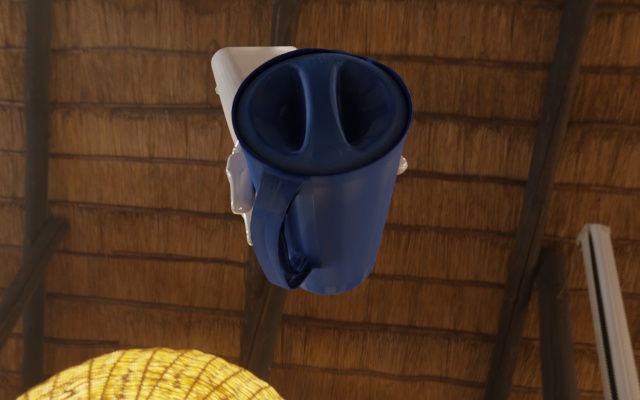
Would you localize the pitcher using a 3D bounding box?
[{"bbox_3d":[0.000,0.001,0.440,0.149,0.145,0.243,-21,-33,-11],"label":"pitcher"}]
